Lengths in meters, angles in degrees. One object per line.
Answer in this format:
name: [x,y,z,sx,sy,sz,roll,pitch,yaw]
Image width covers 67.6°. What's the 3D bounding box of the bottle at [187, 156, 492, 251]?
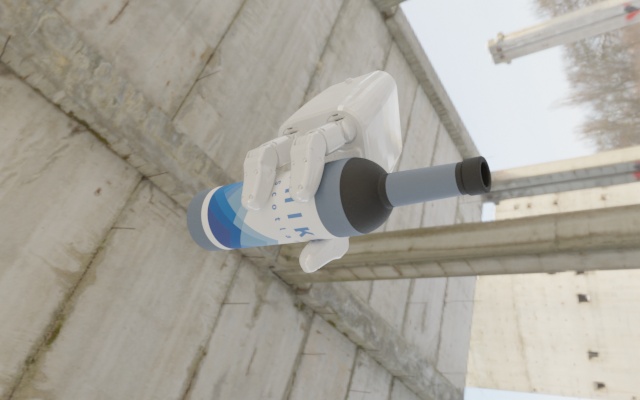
bottle: [0.000,0.001,0.425,0.296,0.069,0.069,-10,-6,36]
